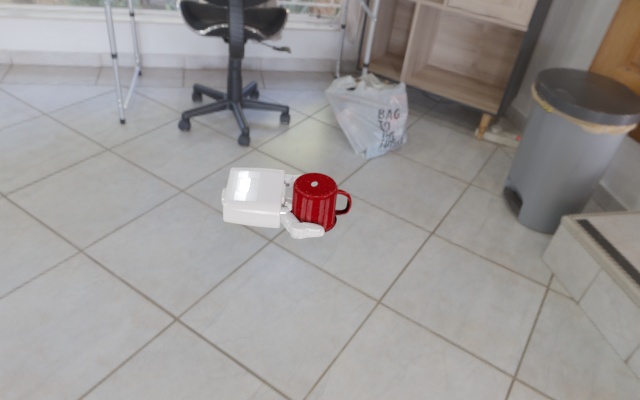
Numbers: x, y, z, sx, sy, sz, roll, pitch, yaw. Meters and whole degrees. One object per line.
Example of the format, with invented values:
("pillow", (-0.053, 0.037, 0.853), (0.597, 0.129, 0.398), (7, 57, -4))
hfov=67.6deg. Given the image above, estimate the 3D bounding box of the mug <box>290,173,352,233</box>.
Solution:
("mug", (0.002, 0.003, 0.887), (0.117, 0.082, 0.093), (3, 38, -3))
